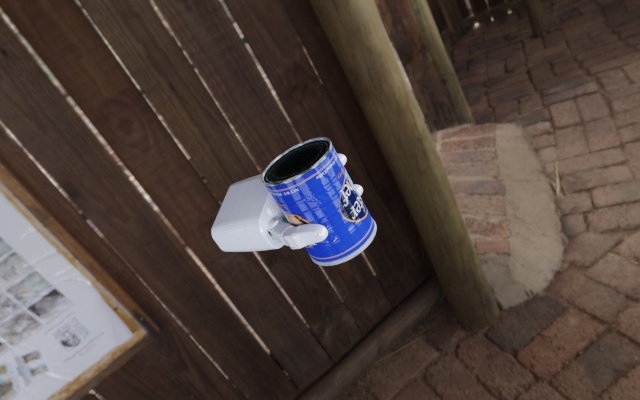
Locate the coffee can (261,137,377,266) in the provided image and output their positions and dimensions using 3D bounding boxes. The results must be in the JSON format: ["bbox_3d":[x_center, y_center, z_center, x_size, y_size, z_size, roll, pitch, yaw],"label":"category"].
[{"bbox_3d":[0.000,0.002,0.639,0.103,0.140,0.102,-24,26,13],"label":"coffee can"}]
